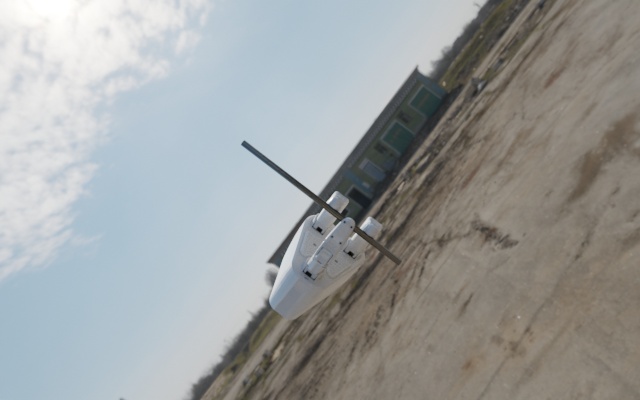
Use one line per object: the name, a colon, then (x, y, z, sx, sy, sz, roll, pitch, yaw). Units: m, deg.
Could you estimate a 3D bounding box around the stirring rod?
stirring rod: (0.000, 0.002, 0.579, 0.239, 0.011, 0.011, 37, 3, 4)
